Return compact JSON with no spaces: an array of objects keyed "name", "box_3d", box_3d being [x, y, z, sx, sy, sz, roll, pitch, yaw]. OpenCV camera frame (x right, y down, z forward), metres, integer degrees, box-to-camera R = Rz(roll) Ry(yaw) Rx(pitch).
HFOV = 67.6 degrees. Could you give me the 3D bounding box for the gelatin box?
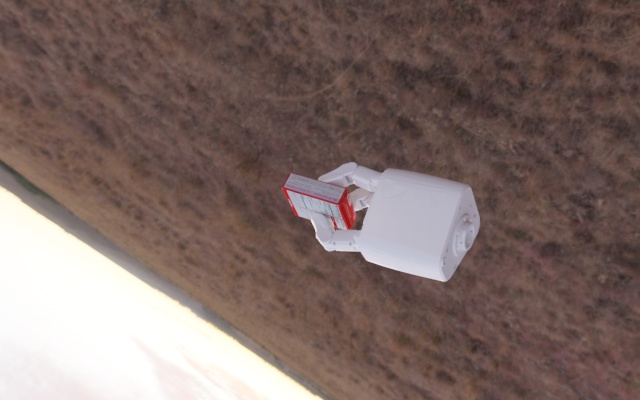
[{"name":"gelatin box","box_3d":[0.000,0.002,0.645,0.089,0.030,0.073,16,-26,23]}]
